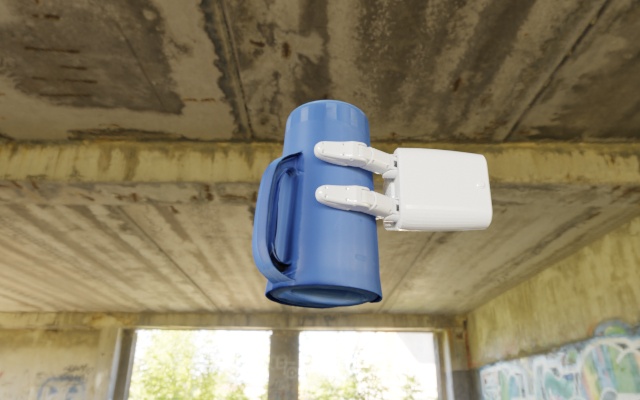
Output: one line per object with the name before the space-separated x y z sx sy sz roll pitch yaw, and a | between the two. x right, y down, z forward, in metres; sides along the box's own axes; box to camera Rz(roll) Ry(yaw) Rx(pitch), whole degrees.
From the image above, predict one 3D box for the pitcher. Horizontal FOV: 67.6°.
pitcher | 0.000 0.002 0.574 0.145 0.242 0.149 2 -23 -3
